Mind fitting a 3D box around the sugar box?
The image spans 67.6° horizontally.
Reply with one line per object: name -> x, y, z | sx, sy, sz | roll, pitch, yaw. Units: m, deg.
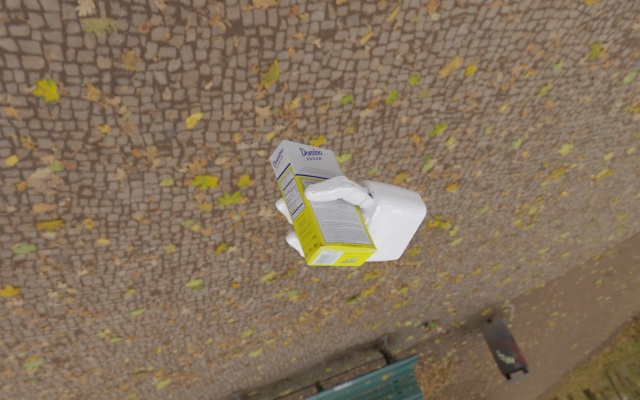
sugar box -> 0.000, 0.003, 0.640 | 0.093, 0.176, 0.048 | 8, -45, -39
